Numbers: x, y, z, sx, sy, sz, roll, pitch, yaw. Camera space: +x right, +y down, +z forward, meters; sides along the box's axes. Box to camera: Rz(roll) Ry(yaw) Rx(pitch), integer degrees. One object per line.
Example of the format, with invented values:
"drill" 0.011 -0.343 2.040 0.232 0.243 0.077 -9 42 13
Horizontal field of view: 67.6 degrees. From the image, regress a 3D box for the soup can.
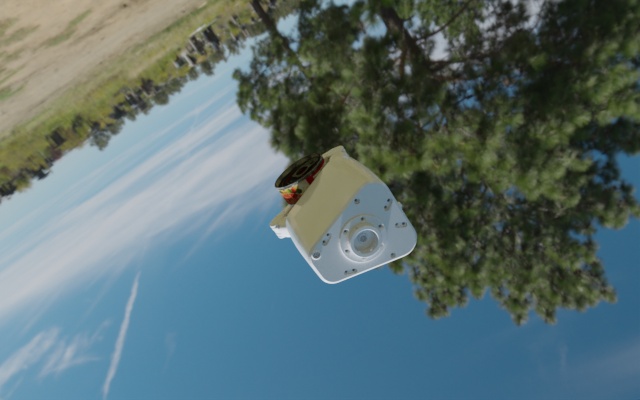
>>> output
"soup can" 0.000 0.002 0.589 0.068 0.102 0.068 -30 22 14
